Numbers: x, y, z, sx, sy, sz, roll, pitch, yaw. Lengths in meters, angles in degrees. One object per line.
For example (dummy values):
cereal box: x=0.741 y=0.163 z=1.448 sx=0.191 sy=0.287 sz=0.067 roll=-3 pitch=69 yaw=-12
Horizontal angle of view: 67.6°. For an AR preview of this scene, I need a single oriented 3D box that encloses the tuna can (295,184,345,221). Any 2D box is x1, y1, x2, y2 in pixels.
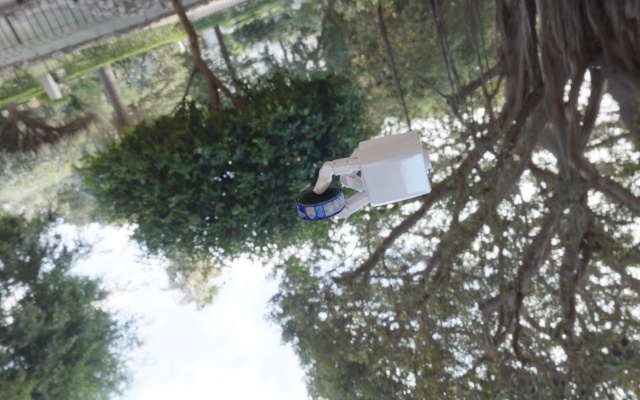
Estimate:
tuna can: x=0.000 y=0.003 z=0.842 sx=0.086 sy=0.034 sz=0.086 roll=-12 pitch=22 yaw=5
